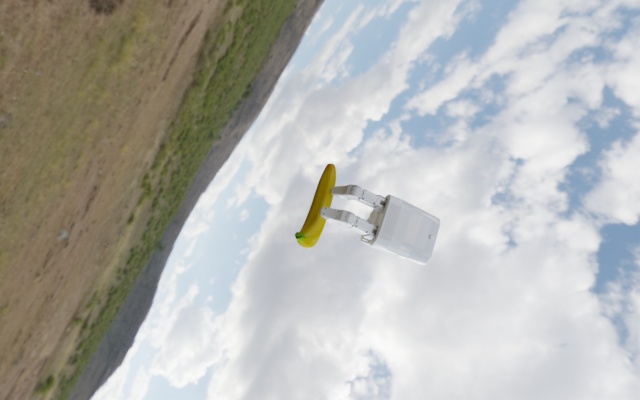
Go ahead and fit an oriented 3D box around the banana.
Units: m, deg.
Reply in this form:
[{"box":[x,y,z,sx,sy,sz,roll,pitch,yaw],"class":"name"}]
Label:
[{"box":[-0.004,0.018,0.842,0.037,0.070,0.197,17,45,4],"class":"banana"}]
